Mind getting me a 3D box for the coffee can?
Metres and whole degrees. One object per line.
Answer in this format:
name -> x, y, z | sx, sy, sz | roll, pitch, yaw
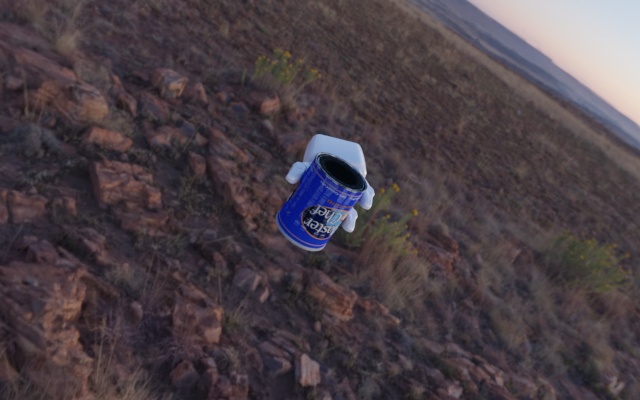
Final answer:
coffee can -> 0.000, 0.003, 0.824 | 0.103, 0.140, 0.102 | 27, 27, -15
